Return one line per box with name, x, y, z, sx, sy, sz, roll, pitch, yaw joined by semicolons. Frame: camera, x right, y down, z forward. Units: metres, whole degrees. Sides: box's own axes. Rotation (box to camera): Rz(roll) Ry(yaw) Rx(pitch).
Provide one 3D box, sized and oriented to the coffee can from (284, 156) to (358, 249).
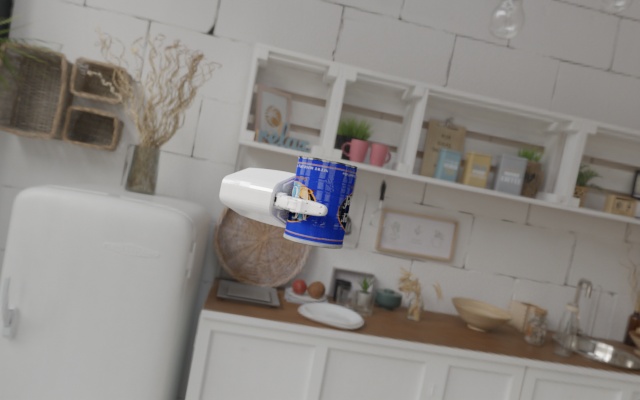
coffee can;0.000;0.003;0.811;0.103;0.140;0.103;11;2;0
